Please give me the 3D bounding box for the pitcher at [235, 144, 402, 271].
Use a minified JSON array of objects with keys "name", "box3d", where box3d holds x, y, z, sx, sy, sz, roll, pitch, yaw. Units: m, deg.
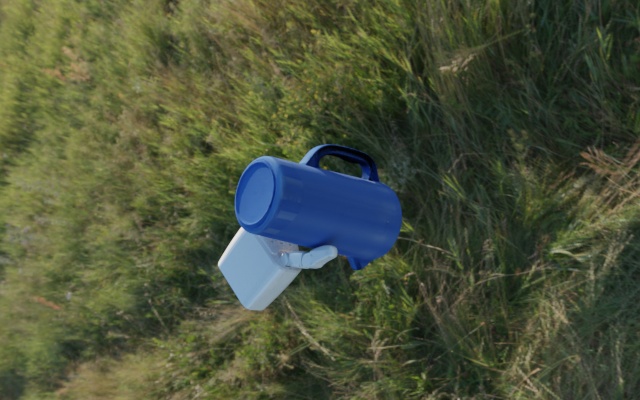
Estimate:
[{"name":"pitcher","box3d":[0.000,0.003,0.719,0.243,0.149,0.145,15,-53,-41]}]
